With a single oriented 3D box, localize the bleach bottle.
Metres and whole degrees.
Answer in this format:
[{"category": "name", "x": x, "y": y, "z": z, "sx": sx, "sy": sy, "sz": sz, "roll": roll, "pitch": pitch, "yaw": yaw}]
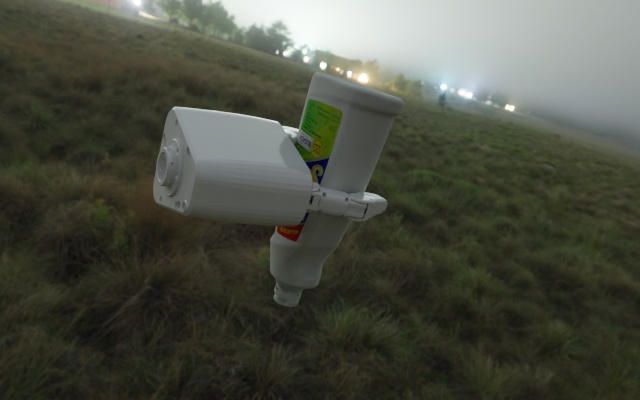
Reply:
[{"category": "bleach bottle", "x": 0.000, "y": 0.002, "z": 0.501, "sx": 0.068, "sy": 0.251, "sz": 0.102, "roll": 5, "pitch": 20, "yaw": -35}]
